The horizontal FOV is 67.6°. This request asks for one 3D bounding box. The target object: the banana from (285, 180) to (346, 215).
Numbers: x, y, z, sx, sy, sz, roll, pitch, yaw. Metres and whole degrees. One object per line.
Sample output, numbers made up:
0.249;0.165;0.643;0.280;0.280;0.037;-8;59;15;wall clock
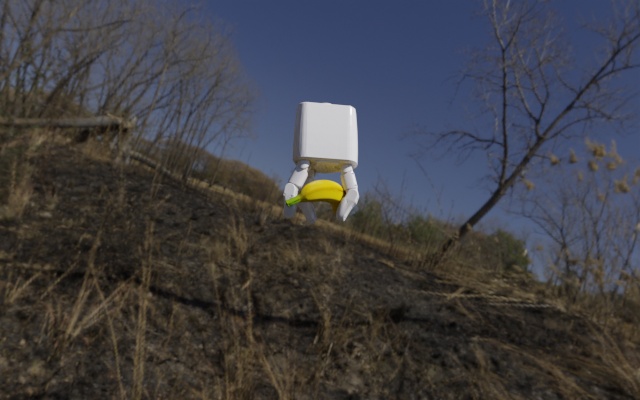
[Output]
0.014;-0.005;0.848;0.069;0.037;0.198;-25;-19;24;banana
